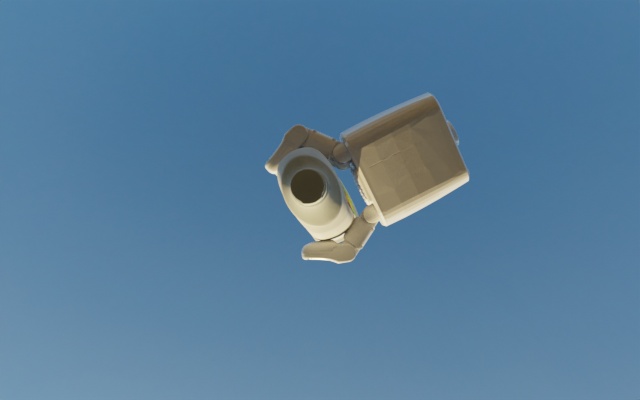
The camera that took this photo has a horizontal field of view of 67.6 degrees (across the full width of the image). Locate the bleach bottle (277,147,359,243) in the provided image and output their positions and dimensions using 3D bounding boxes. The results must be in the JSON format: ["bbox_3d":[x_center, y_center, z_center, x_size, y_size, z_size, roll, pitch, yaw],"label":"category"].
[{"bbox_3d":[0.000,0.002,0.510,0.068,0.102,0.251,-28,-4,2],"label":"bleach bottle"}]
